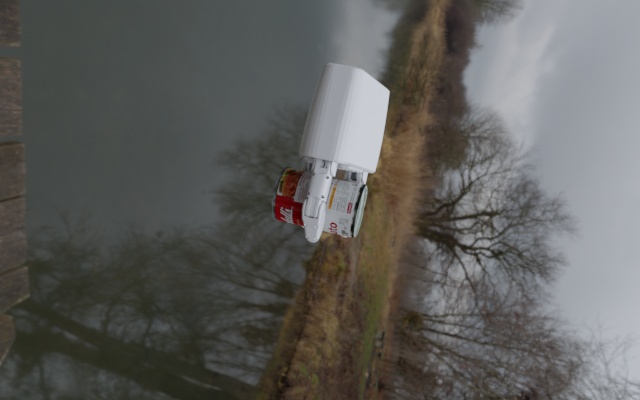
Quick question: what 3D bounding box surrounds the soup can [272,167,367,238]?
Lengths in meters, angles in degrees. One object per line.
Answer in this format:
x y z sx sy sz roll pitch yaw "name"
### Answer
0.000 0.002 0.582 0.102 0.068 0.068 13 2 11 "soup can"
